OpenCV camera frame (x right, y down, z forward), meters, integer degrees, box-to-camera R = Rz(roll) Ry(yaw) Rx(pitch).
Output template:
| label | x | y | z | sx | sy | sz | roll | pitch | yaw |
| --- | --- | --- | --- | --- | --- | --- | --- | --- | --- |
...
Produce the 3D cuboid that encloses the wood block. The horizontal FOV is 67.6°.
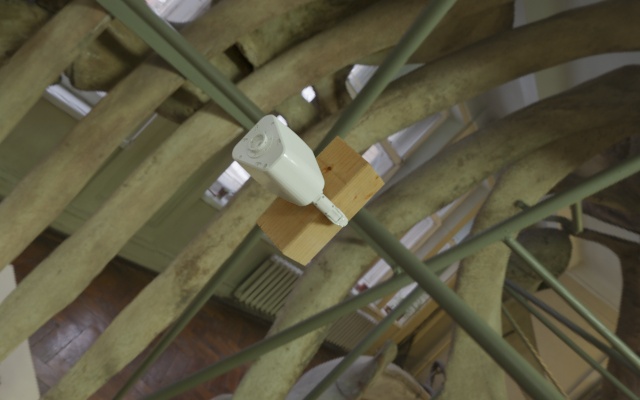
| label | x | y | z | sx | sy | sz | roll | pitch | yaw |
| --- | --- | --- | --- | --- | --- | --- | --- | --- | --- |
| wood block | 0.000 | 0.003 | 0.836 | 0.090 | 0.206 | 0.090 | 46 | 3 | 32 |
